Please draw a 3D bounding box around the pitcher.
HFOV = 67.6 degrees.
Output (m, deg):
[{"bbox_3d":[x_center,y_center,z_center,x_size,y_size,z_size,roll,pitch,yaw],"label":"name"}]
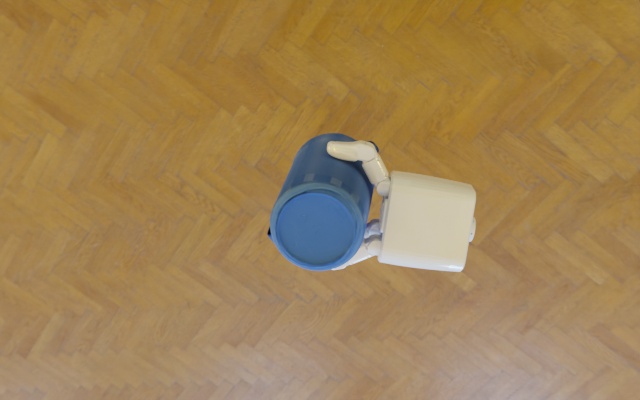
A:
[{"bbox_3d":[0.000,0.002,0.641,0.145,0.149,0.242,9,19,4],"label":"pitcher"}]
